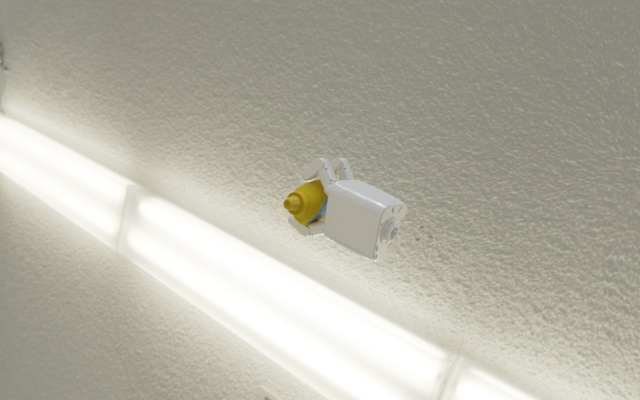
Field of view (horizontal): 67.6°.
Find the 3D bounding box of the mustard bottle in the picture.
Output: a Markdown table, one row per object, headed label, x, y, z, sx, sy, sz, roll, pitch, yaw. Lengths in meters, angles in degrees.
| label | x | y | z | sx | sy | sz | roll | pitch | yaw |
| --- | --- | --- | --- | --- | --- | --- | --- | --- | --- |
| mustard bottle | 0.000 | 0.003 | 0.872 | 0.096 | 0.058 | 0.191 | -50 | -24 | 27 |
